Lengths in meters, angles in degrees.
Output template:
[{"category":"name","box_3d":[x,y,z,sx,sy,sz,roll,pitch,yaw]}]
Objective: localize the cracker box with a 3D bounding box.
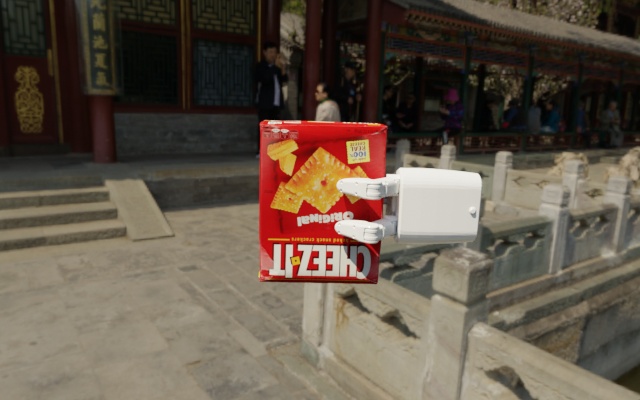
[{"category":"cracker box","box_3d":[0.000,0.002,0.644,0.164,0.214,0.072,2,11,-2]}]
